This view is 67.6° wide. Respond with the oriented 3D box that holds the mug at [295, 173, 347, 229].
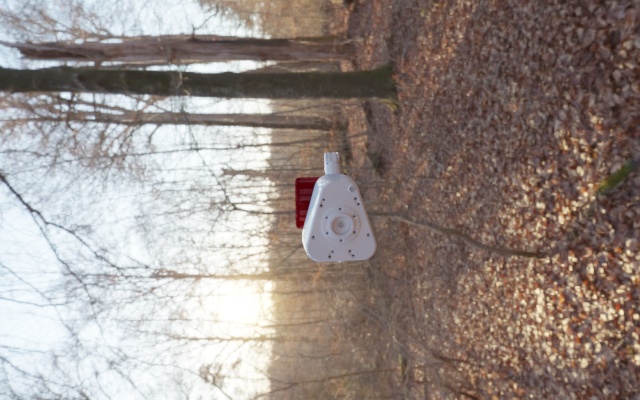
[{"bbox_3d":[0.000,0.002,0.770,0.081,0.093,0.117,-1,5,-3],"label":"mug"}]
